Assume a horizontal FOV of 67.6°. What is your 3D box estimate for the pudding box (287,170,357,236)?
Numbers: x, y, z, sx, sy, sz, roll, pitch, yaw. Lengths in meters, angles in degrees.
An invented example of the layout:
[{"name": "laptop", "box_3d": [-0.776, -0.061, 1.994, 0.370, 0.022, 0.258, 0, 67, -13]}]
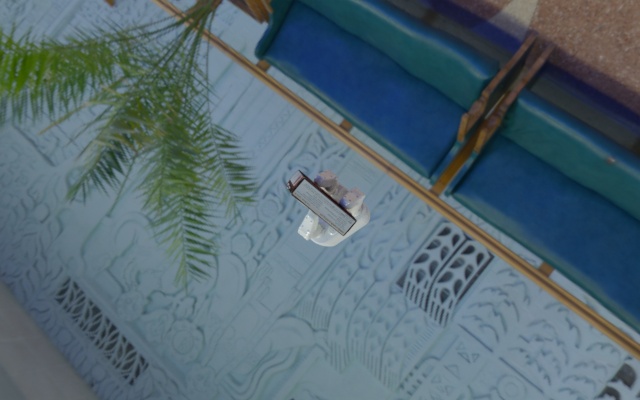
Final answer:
[{"name": "pudding box", "box_3d": [0.000, 0.003, 0.772, 0.113, 0.039, 0.090, 37, 3, -13]}]
